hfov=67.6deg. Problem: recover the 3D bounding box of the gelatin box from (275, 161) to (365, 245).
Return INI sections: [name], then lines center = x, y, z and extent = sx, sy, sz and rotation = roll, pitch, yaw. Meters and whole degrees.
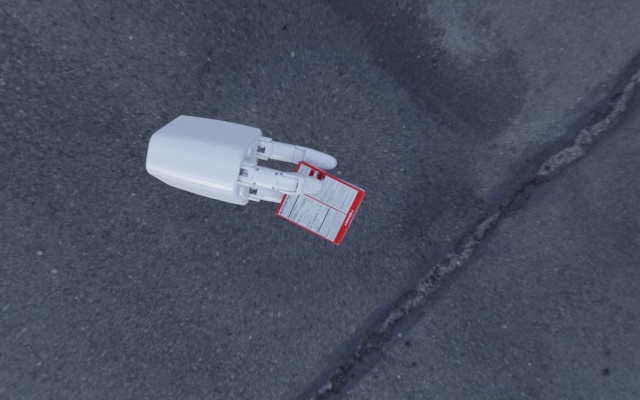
[gelatin box]
center = 0.000, 0.002, 0.587
extent = 0.089, 0.073, 0.030
rotation = 26, 7, 5
